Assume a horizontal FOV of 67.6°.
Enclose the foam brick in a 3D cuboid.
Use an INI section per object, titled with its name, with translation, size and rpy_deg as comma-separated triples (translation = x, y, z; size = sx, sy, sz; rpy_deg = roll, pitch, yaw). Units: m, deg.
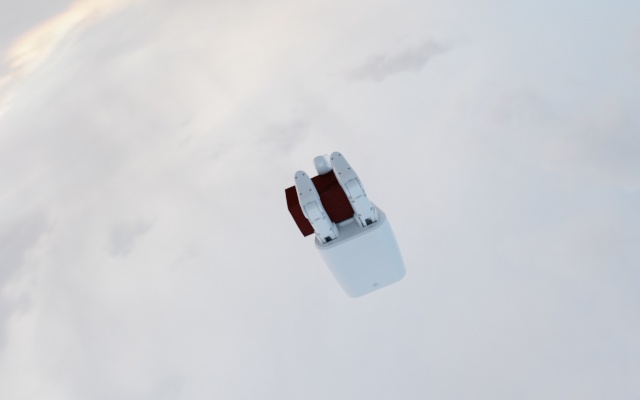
[foam brick]
translation = 0.000, 0.002, 0.619
size = 0.078, 0.051, 0.053
rpy_deg = -23, 32, 7
